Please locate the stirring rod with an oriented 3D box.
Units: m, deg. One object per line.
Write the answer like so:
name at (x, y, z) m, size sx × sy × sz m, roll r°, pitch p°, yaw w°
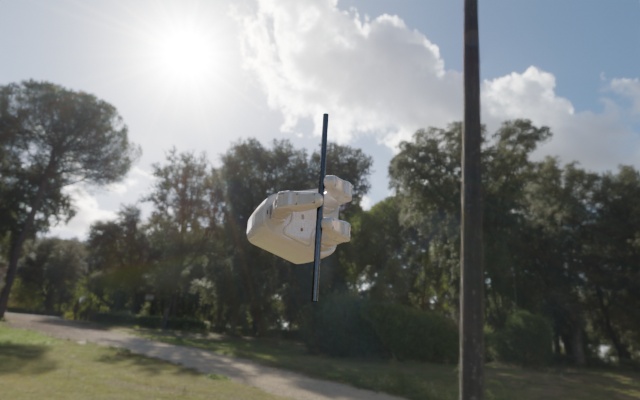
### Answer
stirring rod at (0.000, 0.002, 0.586) m, size 0.011 × 0.239 × 0.011 m, roll 3°, pitch -18°, yaw 1°
